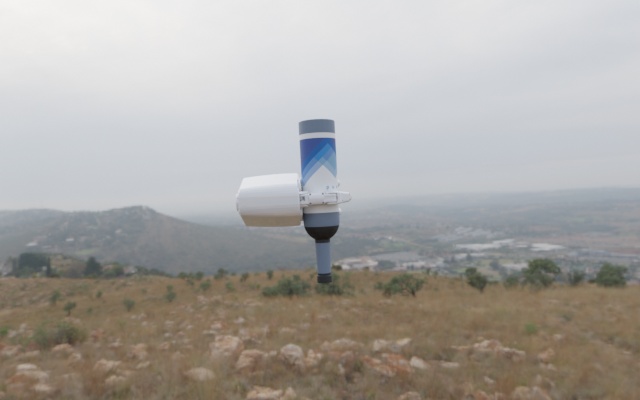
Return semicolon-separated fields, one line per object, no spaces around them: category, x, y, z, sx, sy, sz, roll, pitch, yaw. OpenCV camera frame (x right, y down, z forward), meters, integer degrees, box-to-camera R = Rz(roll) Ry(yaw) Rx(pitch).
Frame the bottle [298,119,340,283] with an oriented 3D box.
bottle;0.000;0.003;0.875;0.069;0.295;0.069;-3;1;0
